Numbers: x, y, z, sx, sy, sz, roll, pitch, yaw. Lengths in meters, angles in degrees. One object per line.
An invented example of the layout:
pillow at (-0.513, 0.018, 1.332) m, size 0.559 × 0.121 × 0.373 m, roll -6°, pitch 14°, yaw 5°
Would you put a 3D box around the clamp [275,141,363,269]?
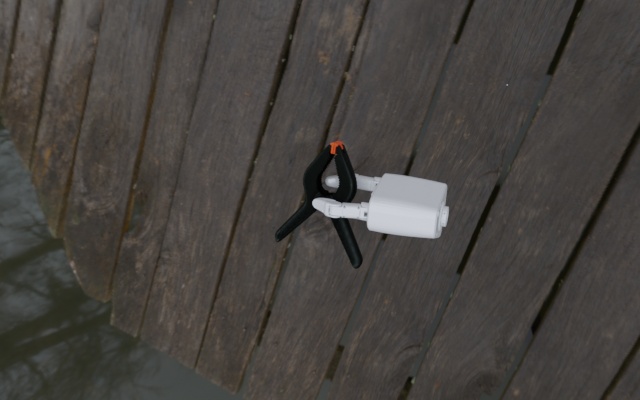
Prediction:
clamp at (0.000, 0.002, 0.809) m, size 0.164 × 0.210 × 0.036 m, roll 9°, pitch 16°, yaw 20°
